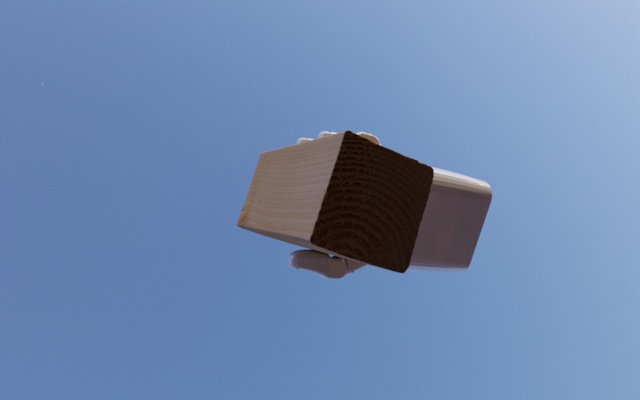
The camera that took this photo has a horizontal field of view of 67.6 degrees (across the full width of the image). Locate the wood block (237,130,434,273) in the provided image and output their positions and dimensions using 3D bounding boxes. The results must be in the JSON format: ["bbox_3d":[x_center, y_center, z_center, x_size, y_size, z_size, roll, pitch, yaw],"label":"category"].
[{"bbox_3d":[0.000,0.002,0.455,0.090,0.091,0.206,20,-8,-23],"label":"wood block"}]
